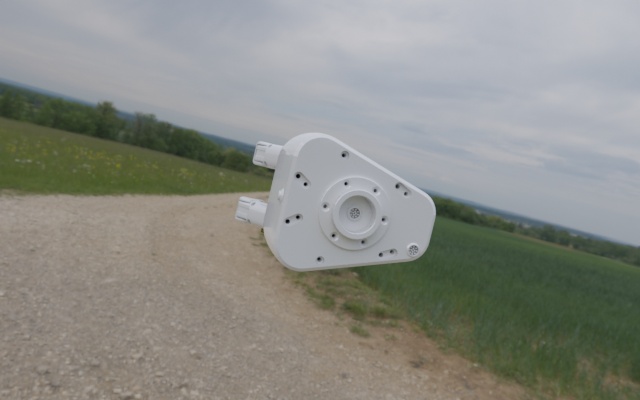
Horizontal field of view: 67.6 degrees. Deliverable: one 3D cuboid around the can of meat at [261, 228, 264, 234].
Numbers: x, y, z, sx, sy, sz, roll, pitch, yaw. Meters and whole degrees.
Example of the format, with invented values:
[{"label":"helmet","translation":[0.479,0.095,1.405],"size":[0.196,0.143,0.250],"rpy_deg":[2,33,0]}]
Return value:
[{"label":"can of meat","translation":[0.000,0.001,0.471],"size":[0.102,0.084,0.057],"rpy_deg":[13,3,-6]}]
